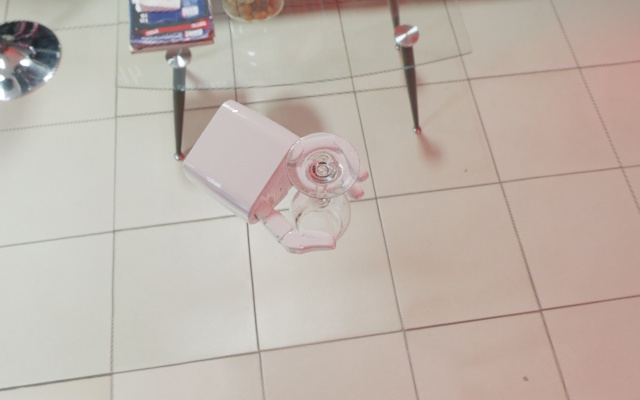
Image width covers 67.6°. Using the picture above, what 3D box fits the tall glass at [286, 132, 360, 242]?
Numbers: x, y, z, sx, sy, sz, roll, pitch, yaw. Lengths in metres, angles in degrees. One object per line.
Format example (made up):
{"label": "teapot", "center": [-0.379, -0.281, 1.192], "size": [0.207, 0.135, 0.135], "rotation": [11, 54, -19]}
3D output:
{"label": "tall glass", "center": [0.000, 0.002, 0.565], "size": [0.079, 0.079, 0.201], "rotation": [0, -23, -1]}
